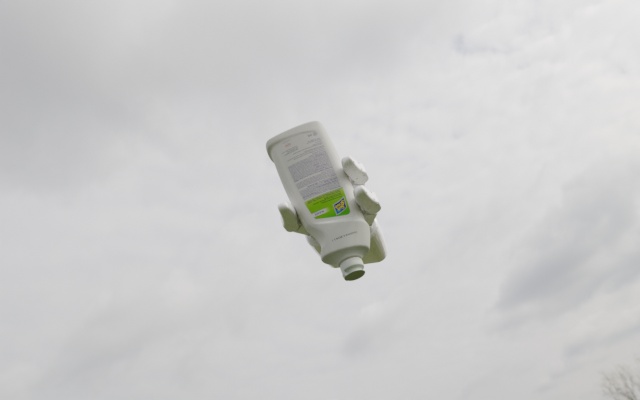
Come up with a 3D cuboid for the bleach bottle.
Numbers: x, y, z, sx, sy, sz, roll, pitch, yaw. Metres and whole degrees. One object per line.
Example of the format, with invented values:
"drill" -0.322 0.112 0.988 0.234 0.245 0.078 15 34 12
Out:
"bleach bottle" 0.000 0.002 0.685 0.102 0.250 0.068 -23 -33 5
